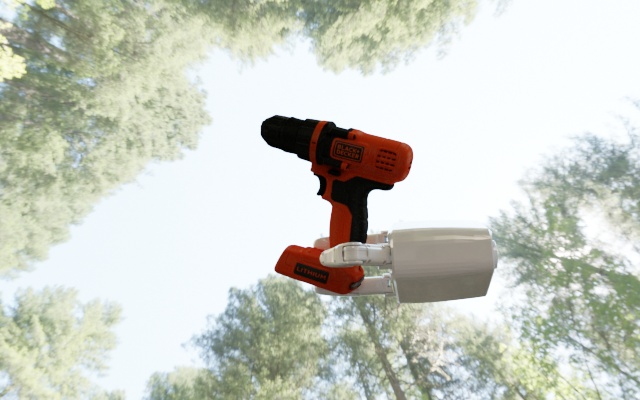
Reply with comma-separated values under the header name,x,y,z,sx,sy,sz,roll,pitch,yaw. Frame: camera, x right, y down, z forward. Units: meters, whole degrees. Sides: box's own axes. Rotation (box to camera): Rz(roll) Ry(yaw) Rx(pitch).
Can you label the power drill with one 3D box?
name,x,y,z,sx,sy,sz,roll,pitch,yaw
power drill,0.000,0.002,0.557,0.184,0.188,0.057,16,14,19
